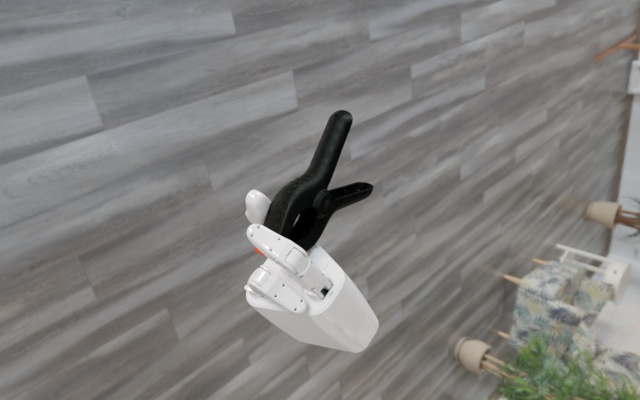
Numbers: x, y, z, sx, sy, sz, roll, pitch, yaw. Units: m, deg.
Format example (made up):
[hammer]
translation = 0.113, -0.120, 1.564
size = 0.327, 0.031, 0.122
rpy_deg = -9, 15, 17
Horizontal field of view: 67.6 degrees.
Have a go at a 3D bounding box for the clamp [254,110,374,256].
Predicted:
[clamp]
translation = 0.000, 0.002, 0.509
size = 0.039, 0.171, 0.120
rpy_deg = 19, -25, 43
